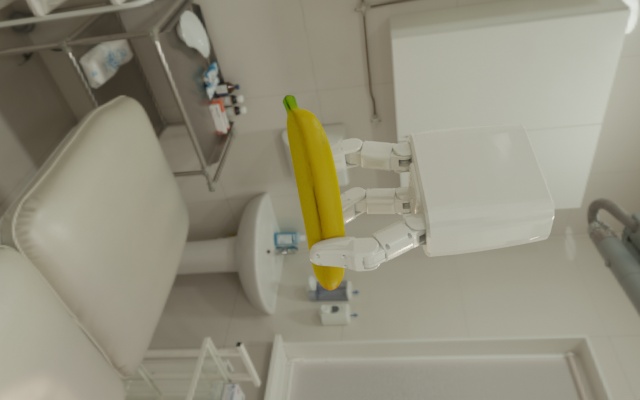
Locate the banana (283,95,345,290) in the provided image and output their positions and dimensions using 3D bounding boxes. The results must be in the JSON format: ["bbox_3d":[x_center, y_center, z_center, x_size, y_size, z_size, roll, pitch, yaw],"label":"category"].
[{"bbox_3d":[0.000,0.003,0.436,0.037,0.198,0.069,-10,16,0],"label":"banana"}]
